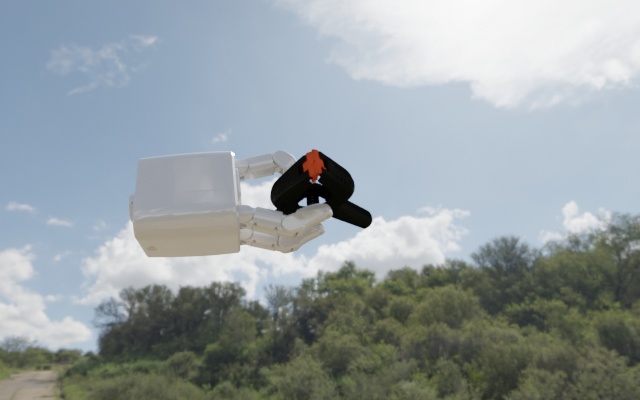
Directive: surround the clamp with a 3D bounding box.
[{"bbox_3d":[0.000,0.001,0.565,0.164,0.036,0.210,-7,-23,-12],"label":"clamp"}]
